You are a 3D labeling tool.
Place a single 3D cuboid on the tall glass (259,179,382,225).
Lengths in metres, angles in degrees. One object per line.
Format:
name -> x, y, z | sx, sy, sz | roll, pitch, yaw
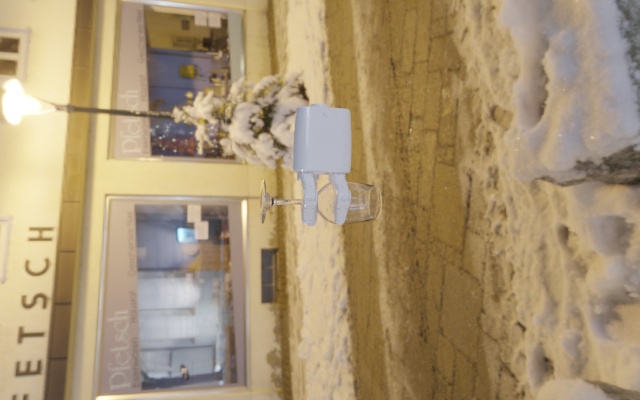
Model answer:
tall glass -> -0.001, 0.003, 0.816 | 0.201, 0.079, 0.079 | 1, 0, -14
